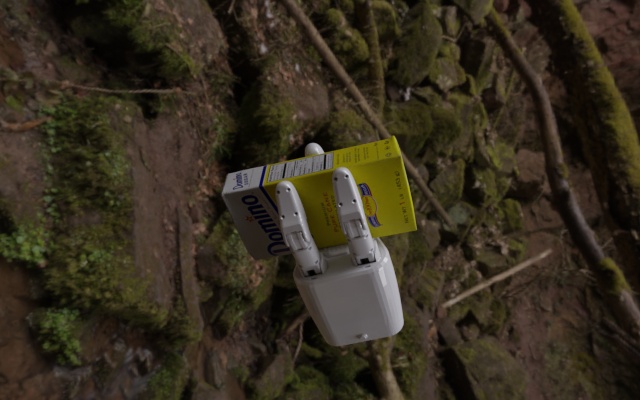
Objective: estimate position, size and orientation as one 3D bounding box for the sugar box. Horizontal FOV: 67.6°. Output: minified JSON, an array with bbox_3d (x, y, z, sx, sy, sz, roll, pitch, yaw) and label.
[{"bbox_3d":[0.000,0.002,0.479,0.176,0.093,0.048,-14,34,9],"label":"sugar box"}]
